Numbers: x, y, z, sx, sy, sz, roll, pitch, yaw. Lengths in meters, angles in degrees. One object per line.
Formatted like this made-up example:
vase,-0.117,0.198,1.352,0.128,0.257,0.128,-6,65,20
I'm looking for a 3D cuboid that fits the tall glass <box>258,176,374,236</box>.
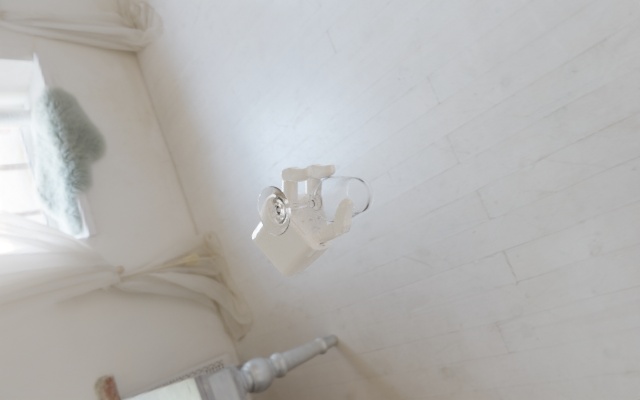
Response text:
tall glass,0.000,0.003,0.772,0.201,0.079,0.079,-11,7,-44
